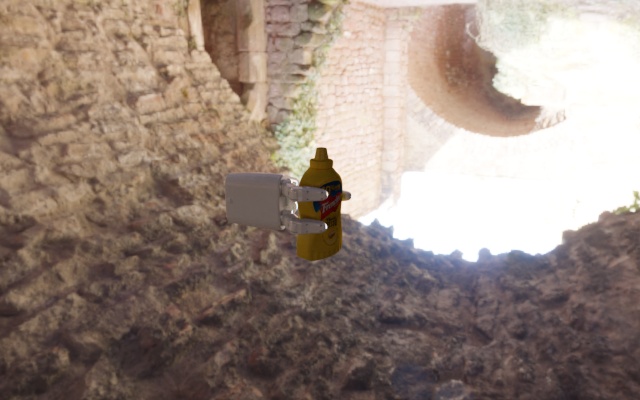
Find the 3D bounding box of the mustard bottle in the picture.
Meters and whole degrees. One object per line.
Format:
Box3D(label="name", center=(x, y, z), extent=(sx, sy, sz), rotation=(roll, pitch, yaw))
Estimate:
Box3D(label="mustard bottle", center=(0.000, 0.003, 0.834), extent=(0.058, 0.192, 0.096), rotation=(14, 20, 40))
